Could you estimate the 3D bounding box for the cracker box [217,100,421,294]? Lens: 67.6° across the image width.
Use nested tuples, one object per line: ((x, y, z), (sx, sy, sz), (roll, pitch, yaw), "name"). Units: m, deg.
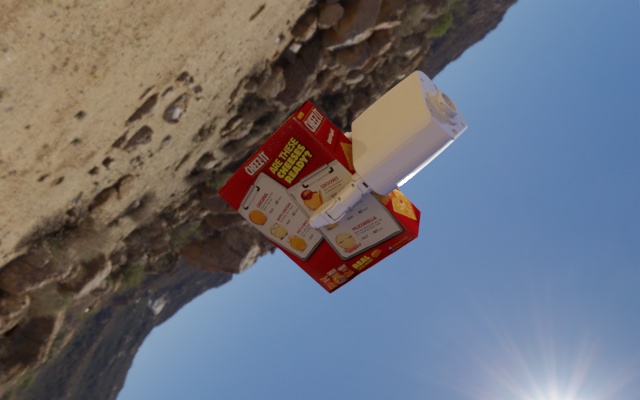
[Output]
((0.000, 0.002, 0.632), (0.164, 0.214, 0.072), (-39, 14, 32), "cracker box")
